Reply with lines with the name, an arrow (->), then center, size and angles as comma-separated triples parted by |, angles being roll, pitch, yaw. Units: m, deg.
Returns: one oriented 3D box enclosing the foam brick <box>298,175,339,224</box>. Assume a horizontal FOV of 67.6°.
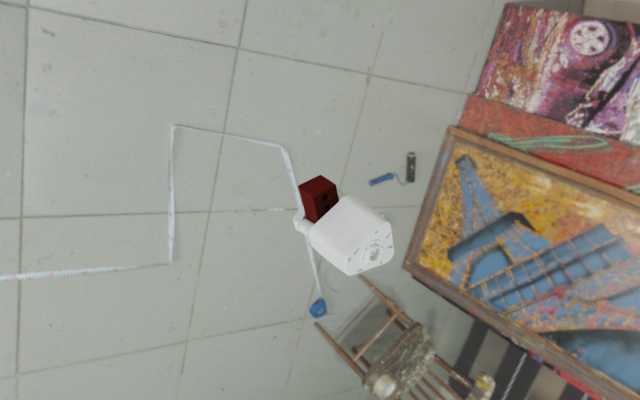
foam brick -> 0.000, 0.003, 0.873 | 0.053, 0.078, 0.051 | -29, 38, -21
